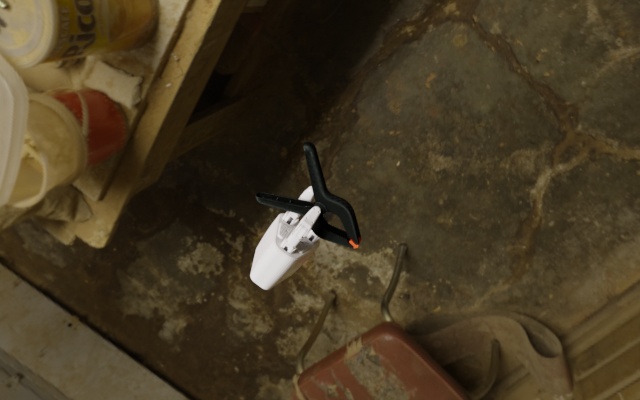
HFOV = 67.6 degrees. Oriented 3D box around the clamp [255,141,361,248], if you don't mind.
[{"bbox_3d":[0.000,0.004,0.869,0.210,0.165,0.036,38,33,-2],"label":"clamp"}]
